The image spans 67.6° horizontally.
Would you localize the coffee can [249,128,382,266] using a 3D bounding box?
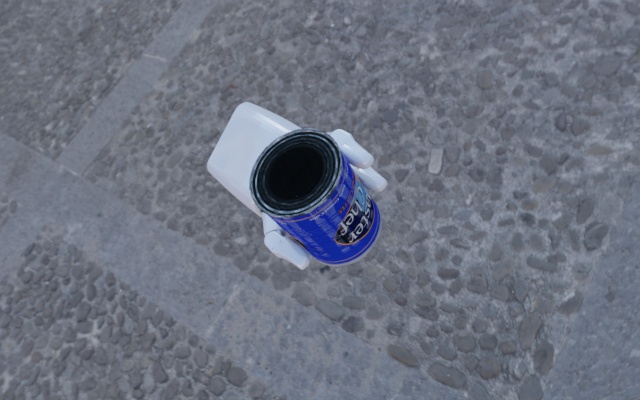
[{"bbox_3d":[0.000,0.002,0.531,0.103,0.102,0.140,0,-26,25],"label":"coffee can"}]
